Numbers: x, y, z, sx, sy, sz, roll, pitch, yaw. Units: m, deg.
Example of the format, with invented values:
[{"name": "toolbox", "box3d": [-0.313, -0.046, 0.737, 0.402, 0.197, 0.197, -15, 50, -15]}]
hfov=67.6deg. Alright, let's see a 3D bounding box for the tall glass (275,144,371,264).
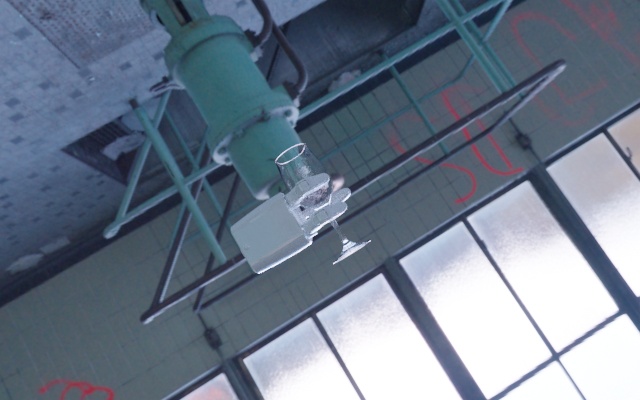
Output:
[{"name": "tall glass", "box3d": [0.001, 0.003, 0.807, 0.079, 0.201, 0.079, -31, -9, -6]}]
